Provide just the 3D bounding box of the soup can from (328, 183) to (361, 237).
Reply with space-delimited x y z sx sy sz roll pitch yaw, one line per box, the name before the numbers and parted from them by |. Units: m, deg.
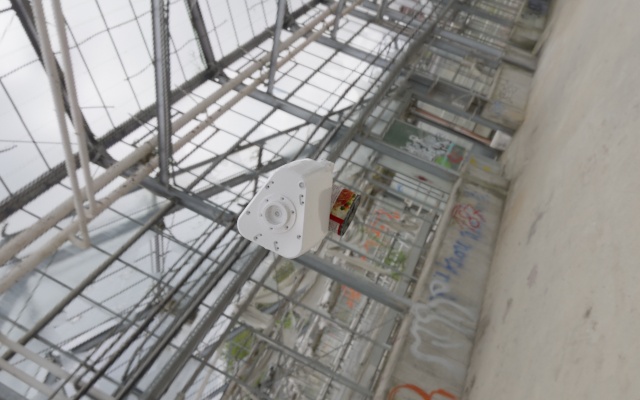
soup can | 0.000 0.002 0.709 0.102 0.068 0.068 24 5 10
